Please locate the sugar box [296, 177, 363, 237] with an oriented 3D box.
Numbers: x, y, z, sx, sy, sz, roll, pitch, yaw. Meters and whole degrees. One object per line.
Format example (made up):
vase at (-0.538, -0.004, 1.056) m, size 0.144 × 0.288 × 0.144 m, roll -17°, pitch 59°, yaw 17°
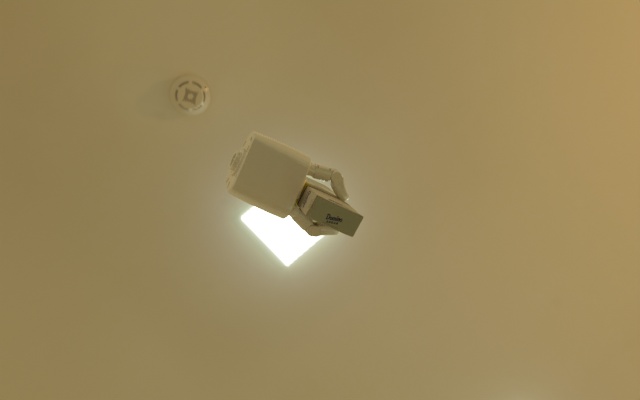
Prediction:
sugar box at (0.000, 0.003, 0.839) m, size 0.093 × 0.048 × 0.176 m, roll 25°, pitch 10°, yaw -21°
